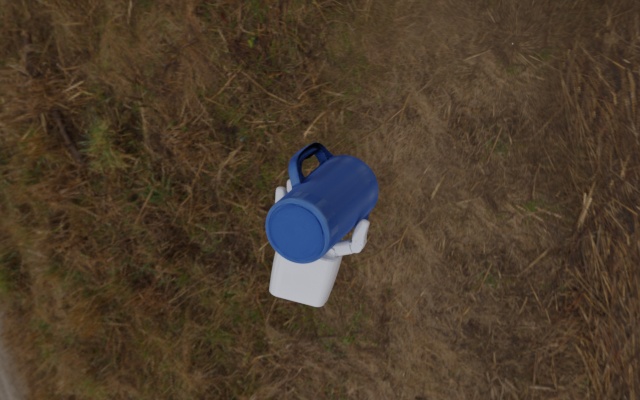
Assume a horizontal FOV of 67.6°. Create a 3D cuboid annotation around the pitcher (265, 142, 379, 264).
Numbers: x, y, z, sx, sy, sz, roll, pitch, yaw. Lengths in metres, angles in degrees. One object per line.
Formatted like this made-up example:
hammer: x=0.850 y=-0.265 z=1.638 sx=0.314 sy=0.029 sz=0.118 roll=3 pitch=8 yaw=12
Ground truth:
pitcher: x=0.000 y=0.003 z=0.814 sx=0.149 sy=0.145 sz=0.242 roll=21 pitch=24 yaw=14
